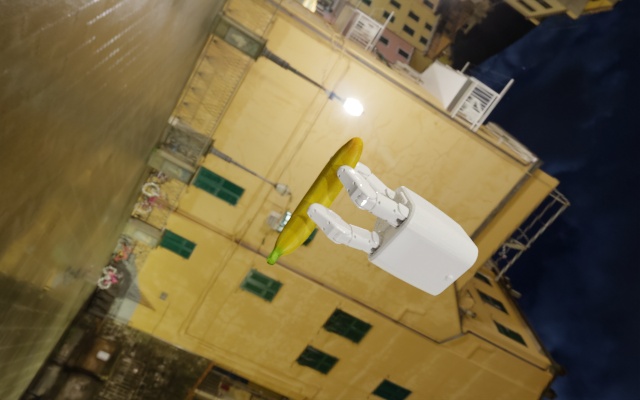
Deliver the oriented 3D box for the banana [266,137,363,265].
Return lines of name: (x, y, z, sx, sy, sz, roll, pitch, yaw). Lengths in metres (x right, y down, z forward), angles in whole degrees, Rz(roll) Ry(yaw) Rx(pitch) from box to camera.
banana: (-0.003, 0.001, 0.630, 0.037, 0.198, 0.069, 33, 8, -8)
